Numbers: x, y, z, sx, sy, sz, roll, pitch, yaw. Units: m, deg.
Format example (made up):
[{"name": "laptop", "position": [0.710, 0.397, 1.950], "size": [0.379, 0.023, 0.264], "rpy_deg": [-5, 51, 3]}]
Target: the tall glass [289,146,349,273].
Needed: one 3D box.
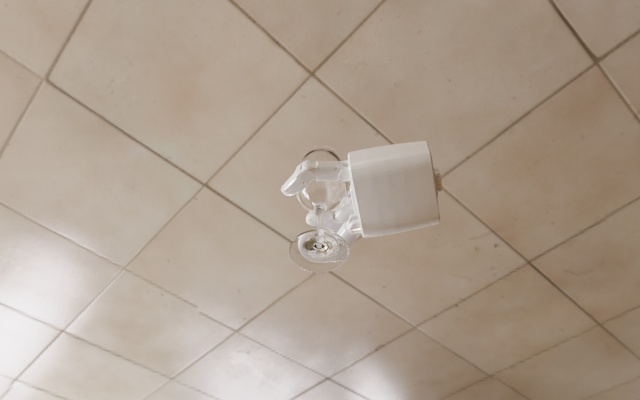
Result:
[{"name": "tall glass", "position": [0.000, 0.003, 0.670], "size": [0.079, 0.079, 0.200], "rpy_deg": [0, 39, 1]}]
